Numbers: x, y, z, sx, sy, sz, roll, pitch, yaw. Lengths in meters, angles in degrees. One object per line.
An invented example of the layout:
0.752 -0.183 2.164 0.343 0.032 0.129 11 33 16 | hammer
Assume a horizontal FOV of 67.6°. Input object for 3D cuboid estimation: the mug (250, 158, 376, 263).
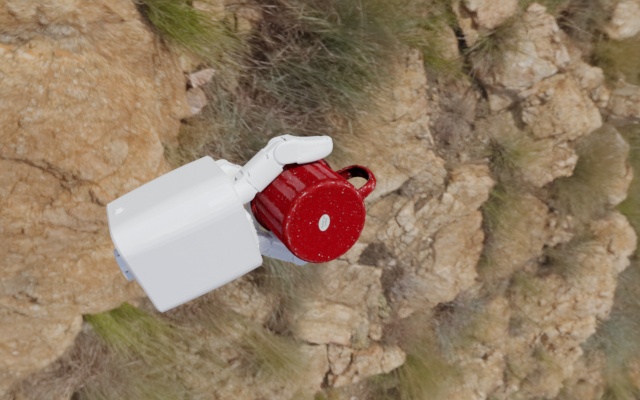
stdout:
0.001 0.001 0.452 0.117 0.093 0.081 -26 30 -15 | mug
